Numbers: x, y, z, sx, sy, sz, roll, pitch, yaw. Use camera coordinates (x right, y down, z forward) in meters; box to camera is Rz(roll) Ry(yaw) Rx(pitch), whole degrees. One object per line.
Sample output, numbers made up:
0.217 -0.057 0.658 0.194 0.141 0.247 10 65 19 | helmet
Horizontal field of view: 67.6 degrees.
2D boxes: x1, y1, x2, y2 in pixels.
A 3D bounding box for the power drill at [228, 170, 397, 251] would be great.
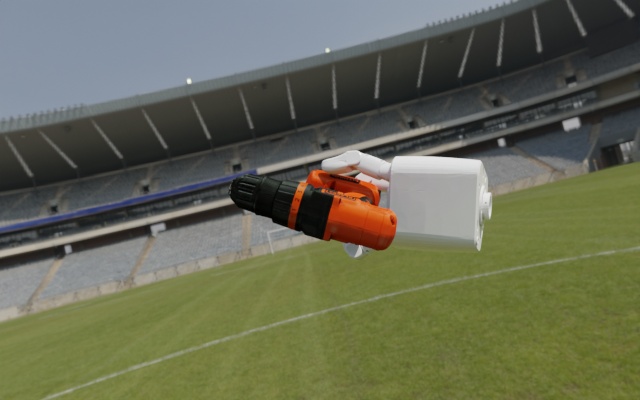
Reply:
0.000 0.002 0.577 0.184 0.057 0.187 17 11 6 | power drill
